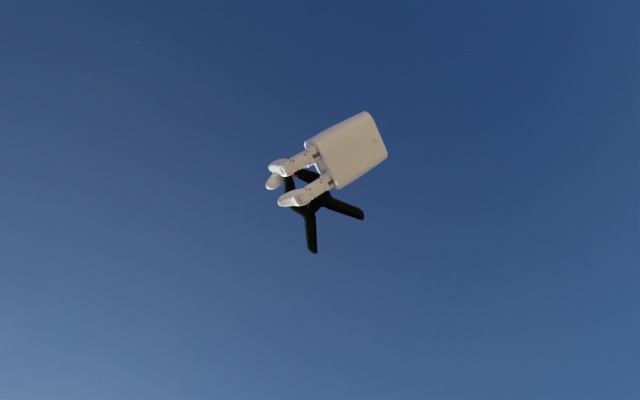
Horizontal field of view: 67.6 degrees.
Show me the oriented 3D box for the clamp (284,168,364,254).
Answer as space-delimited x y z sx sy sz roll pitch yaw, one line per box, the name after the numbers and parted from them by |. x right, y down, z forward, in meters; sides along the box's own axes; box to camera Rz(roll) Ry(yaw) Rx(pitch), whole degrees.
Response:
0.000 0.003 0.848 0.120 0.171 0.039 -31 25 -7 | clamp
